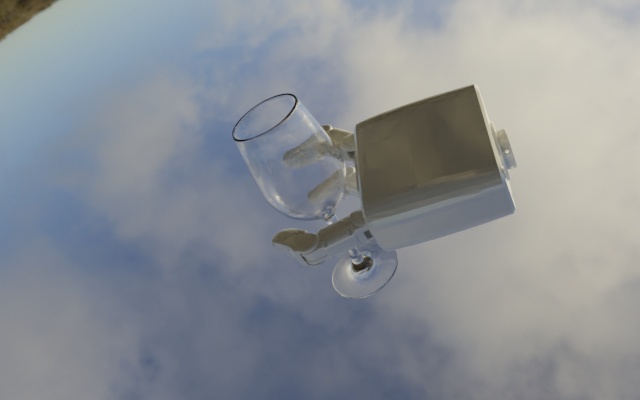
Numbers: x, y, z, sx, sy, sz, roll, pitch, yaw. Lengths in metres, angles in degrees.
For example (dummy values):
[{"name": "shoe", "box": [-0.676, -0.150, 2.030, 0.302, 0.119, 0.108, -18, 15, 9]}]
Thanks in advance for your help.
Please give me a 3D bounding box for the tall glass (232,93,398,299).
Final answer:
[{"name": "tall glass", "box": [0.000, 0.002, 0.440, 0.079, 0.079, 0.201, 0, -44, 40]}]
